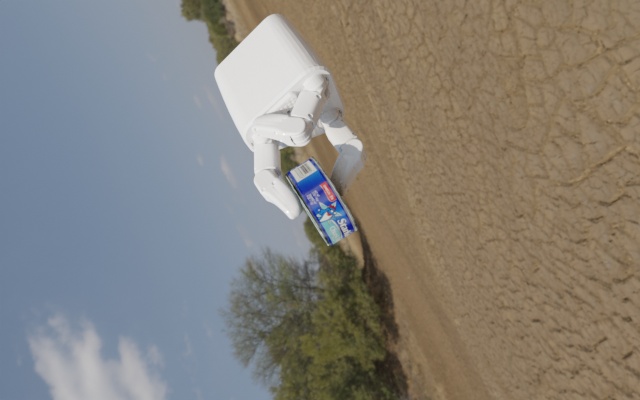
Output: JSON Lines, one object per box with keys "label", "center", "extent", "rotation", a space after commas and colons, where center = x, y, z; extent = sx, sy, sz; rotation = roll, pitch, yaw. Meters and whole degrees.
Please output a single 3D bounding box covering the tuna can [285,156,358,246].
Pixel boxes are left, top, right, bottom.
{"label": "tuna can", "center": [0.000, 0.002, 0.472], "extent": [0.034, 0.086, 0.086], "rotation": [-32, 2, -3]}
